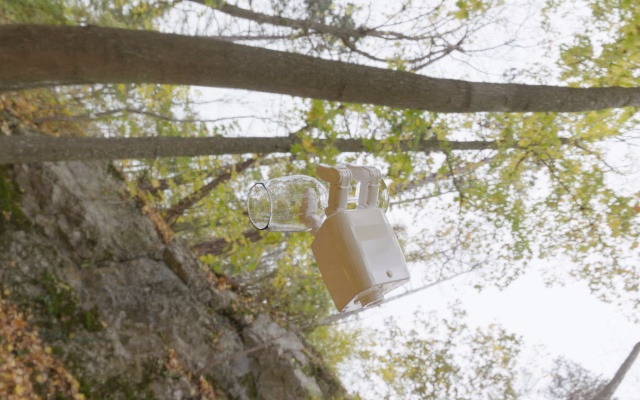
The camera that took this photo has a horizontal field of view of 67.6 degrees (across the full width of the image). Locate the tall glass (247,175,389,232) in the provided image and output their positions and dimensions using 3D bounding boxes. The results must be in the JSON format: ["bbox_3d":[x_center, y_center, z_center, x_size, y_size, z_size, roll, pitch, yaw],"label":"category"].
[{"bbox_3d":[0.001,0.002,0.671,0.201,0.079,0.079,-4,2,-37],"label":"tall glass"}]
